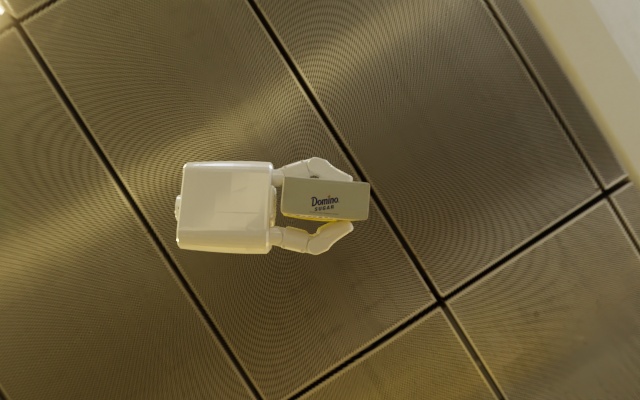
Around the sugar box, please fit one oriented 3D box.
[{"bbox_3d":[0.000,0.002,0.579,0.093,0.048,0.176,5,-1,-3],"label":"sugar box"}]
